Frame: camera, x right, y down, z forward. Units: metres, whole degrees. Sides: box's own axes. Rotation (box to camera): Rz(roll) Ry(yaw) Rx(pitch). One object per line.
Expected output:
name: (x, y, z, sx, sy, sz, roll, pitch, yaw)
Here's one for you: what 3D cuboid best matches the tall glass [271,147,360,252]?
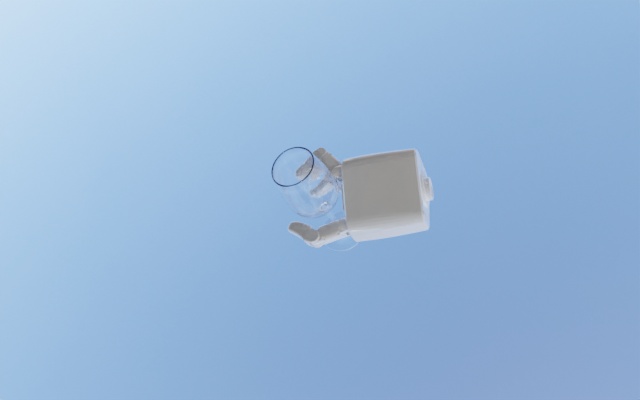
tall glass: (0.000, 0.003, 0.700, 0.079, 0.079, 0.201, 0, -28, 25)
